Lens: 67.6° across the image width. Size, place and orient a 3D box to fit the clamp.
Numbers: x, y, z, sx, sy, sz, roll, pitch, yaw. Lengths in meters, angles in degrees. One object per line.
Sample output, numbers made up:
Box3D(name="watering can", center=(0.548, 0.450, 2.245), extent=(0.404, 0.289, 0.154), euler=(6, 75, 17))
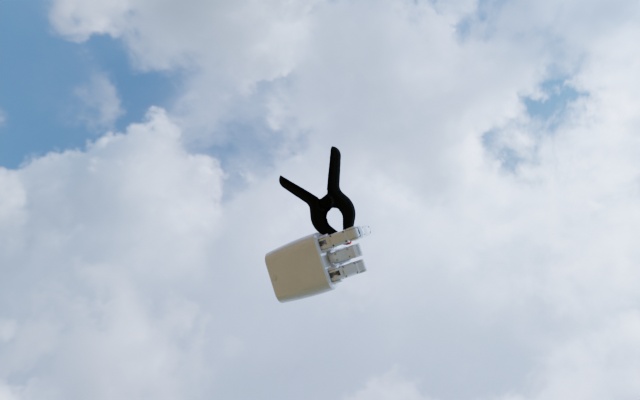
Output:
Box3D(name="clamp", center=(0.000, 0.003, 0.830), extent=(0.120, 0.171, 0.039), euler=(-21, -12, 18))
